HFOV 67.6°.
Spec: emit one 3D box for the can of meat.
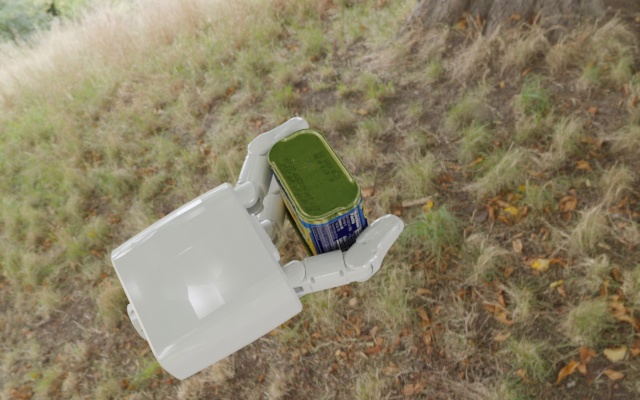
[{"bbox_3d":[0.000,0.001,0.403,0.057,0.102,0.084,-27,-38,-7],"label":"can of meat"}]
